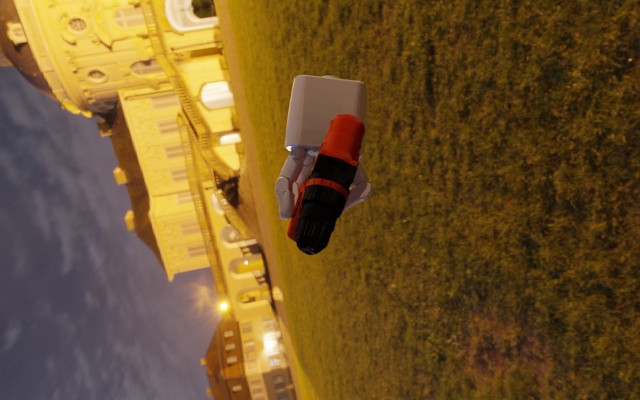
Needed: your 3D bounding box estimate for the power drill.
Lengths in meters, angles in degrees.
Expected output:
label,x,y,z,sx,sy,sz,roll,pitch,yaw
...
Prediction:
label,x,y,z,sx,sy,sz,roll,pitch,yaw
power drill,0.000,0.002,0.631,0.057,0.184,0.188,22,-23,-4
